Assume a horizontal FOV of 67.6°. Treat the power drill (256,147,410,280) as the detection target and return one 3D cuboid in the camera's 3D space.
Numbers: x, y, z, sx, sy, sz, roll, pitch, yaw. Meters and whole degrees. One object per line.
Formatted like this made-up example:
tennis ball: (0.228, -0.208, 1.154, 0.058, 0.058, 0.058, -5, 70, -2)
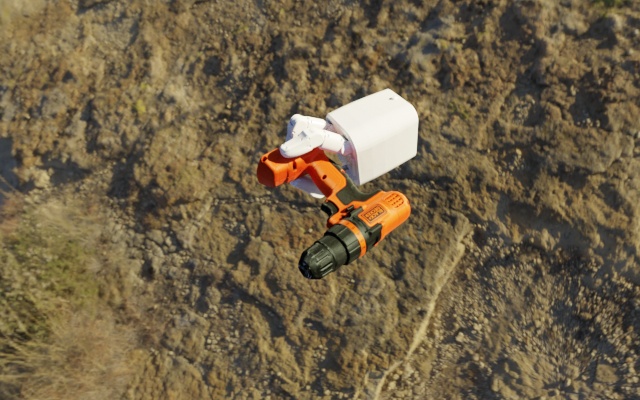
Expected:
power drill: (0.000, 0.002, 0.636, 0.184, 0.187, 0.057, -30, -27, -34)
